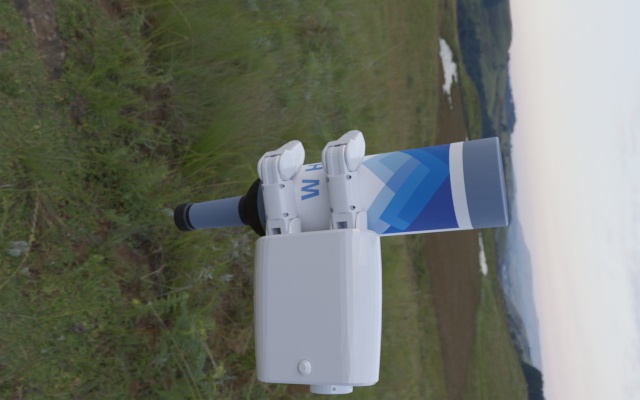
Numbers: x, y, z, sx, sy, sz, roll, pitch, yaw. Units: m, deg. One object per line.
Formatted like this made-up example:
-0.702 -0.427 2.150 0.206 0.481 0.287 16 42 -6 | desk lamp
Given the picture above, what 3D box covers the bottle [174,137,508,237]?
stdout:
0.000 0.001 0.409 0.296 0.069 0.069 -7 -3 23 | bottle
